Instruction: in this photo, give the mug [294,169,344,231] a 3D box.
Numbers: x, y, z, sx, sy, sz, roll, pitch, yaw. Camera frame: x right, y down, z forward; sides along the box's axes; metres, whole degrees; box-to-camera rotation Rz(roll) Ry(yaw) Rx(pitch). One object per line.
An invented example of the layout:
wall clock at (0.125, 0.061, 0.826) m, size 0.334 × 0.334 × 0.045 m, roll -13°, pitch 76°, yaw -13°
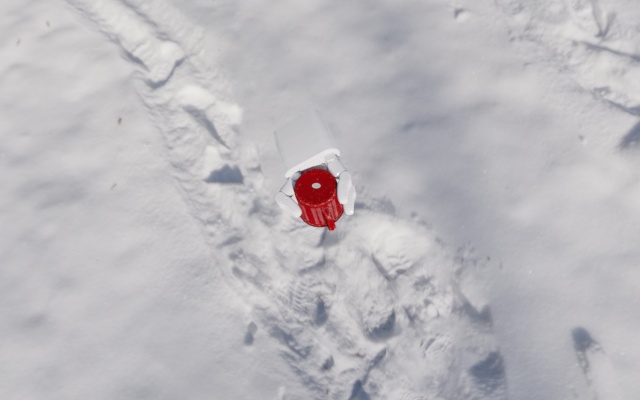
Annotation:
mug at (0.001, 0.004, 0.890) m, size 0.093 × 0.117 × 0.081 m, roll -21°, pitch -27°, yaw -2°
